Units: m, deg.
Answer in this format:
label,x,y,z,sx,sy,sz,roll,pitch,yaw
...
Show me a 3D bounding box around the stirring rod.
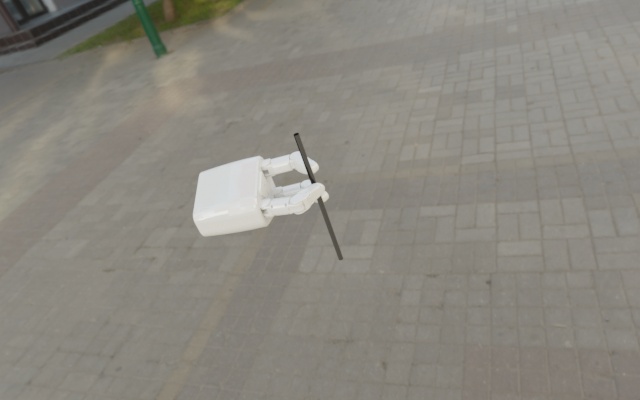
label,x,y,z,sx,sy,sz,roll,pitch,yaw
stirring rod,0.000,0.003,0.732,0.011,0.240,0.011,-14,34,9
